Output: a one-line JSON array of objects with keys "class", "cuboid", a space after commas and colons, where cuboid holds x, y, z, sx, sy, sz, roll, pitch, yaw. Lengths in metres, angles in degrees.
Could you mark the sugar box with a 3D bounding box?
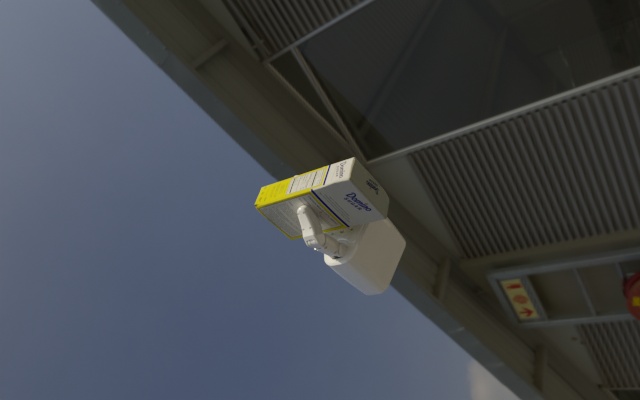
[{"class": "sugar box", "cuboid": [0.000, 0.002, 0.681, 0.176, 0.048, 0.093, -17, -47, 35]}]
